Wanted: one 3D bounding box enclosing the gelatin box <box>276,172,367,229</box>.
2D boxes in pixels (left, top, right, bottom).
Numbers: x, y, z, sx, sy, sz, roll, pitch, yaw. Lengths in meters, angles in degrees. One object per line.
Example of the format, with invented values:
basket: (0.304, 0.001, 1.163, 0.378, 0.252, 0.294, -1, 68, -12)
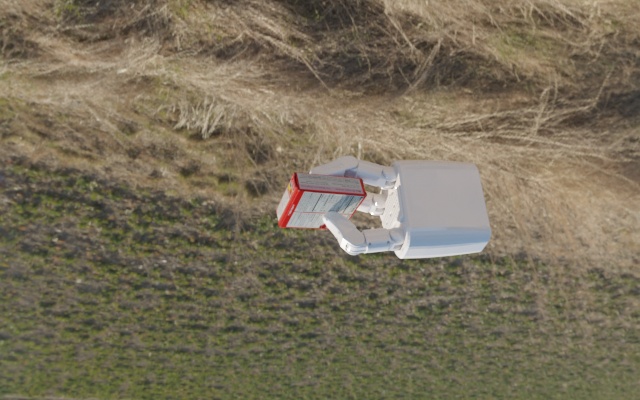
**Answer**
gelatin box: (0.000, 0.002, 0.570, 0.089, 0.030, 0.073, 3, -38, -24)
